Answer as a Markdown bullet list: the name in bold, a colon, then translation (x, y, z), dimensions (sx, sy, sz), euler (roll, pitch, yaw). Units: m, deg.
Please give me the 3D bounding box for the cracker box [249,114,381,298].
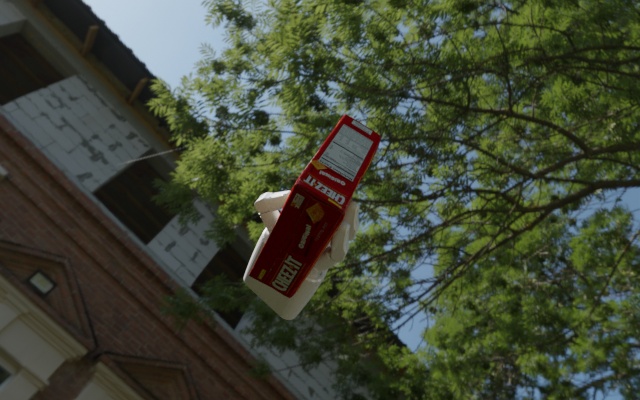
- **cracker box**: translation (0.000, 0.002, 0.643), dimensions (0.072, 0.164, 0.213), euler (30, 36, 0)
